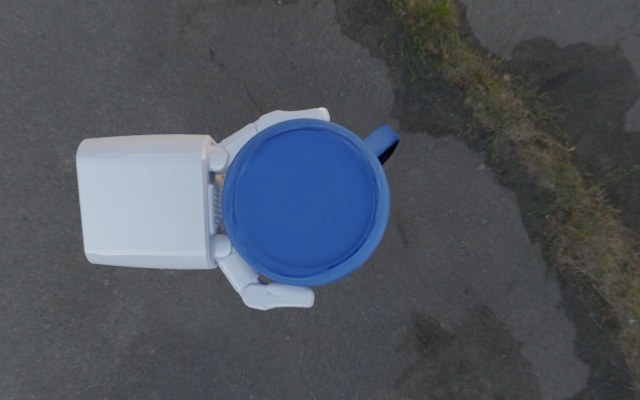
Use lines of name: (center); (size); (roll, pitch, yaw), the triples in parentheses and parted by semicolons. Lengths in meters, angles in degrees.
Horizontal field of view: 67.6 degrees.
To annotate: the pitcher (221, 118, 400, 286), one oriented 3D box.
pitcher: (0.000, 0.001, 0.414); (0.145, 0.149, 0.243); (2, -4, 1)
